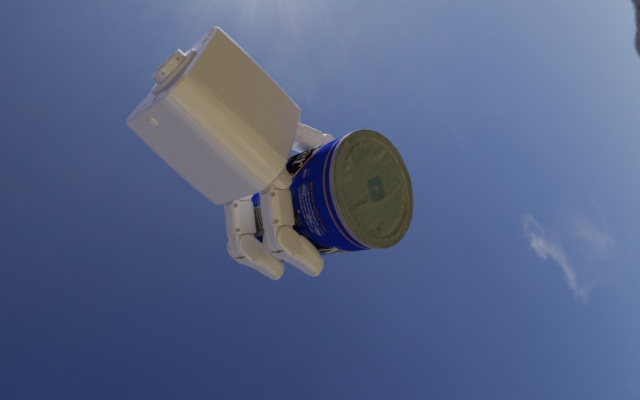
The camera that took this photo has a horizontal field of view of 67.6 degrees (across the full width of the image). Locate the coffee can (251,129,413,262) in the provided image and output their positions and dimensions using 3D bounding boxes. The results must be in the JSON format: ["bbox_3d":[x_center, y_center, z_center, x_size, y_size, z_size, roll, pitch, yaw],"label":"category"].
[{"bbox_3d":[0.000,0.002,0.450,0.103,0.103,0.140,0,-10,-44],"label":"coffee can"}]
